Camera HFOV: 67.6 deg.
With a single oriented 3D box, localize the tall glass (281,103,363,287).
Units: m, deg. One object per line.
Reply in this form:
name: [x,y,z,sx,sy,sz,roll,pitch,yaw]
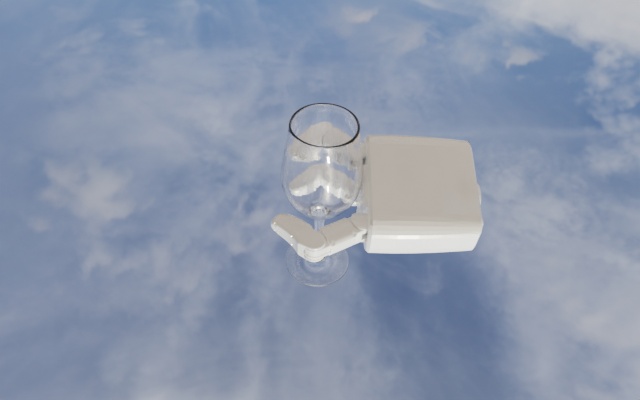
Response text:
tall glass: [0.000,0.002,0.482,0.079,0.079,0.201,0,-42,-2]
